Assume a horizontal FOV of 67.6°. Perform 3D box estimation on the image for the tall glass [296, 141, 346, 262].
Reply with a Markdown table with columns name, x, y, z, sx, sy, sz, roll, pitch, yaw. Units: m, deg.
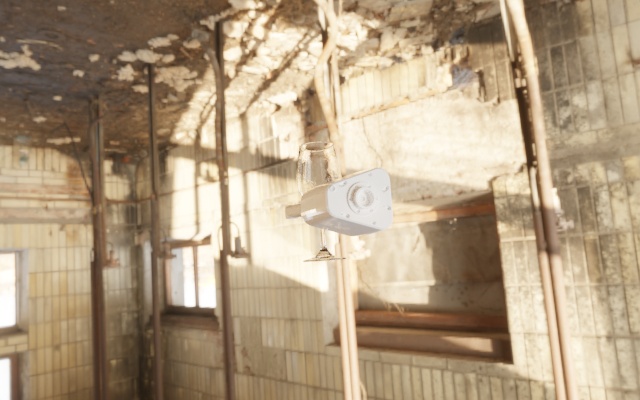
| name | x | y | z | sx | sy | sz | roll | pitch | yaw |
| --- | --- | --- | --- | --- | --- | --- | --- | --- | --- |
| tall glass | 0.000 | 0.003 | 0.820 | 0.079 | 0.201 | 0.079 | -4 | -6 | 0 |
